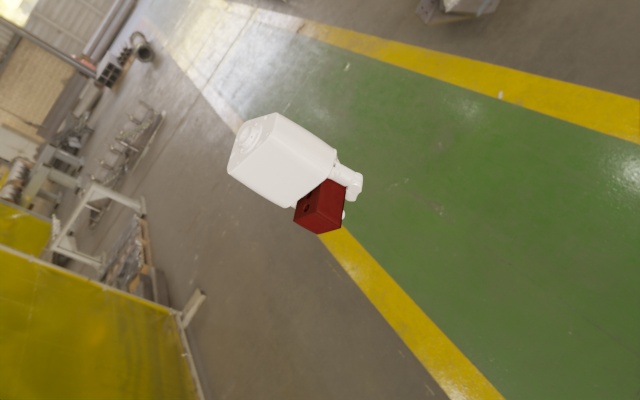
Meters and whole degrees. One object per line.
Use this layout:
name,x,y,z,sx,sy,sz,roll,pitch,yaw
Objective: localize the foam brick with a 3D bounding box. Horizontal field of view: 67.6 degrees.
foam brick,0.000,0.003,0.701,0.051,0.078,0.053,31,-36,-33
